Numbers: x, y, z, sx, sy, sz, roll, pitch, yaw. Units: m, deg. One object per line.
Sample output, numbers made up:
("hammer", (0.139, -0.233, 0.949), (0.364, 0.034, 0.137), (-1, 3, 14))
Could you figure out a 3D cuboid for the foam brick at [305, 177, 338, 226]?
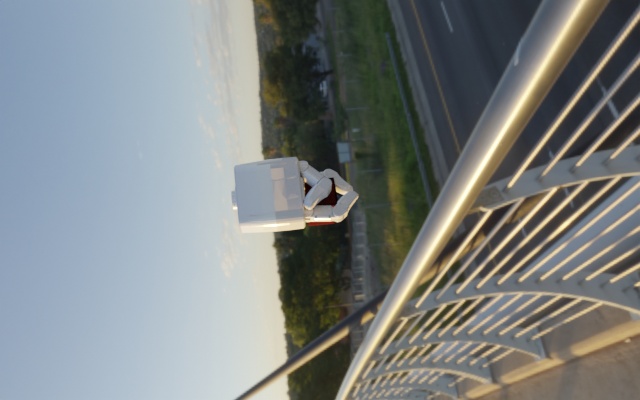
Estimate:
("foam brick", (0.000, 0.003, 0.826), (0.051, 0.053, 0.078), (-7, -29, -5))
